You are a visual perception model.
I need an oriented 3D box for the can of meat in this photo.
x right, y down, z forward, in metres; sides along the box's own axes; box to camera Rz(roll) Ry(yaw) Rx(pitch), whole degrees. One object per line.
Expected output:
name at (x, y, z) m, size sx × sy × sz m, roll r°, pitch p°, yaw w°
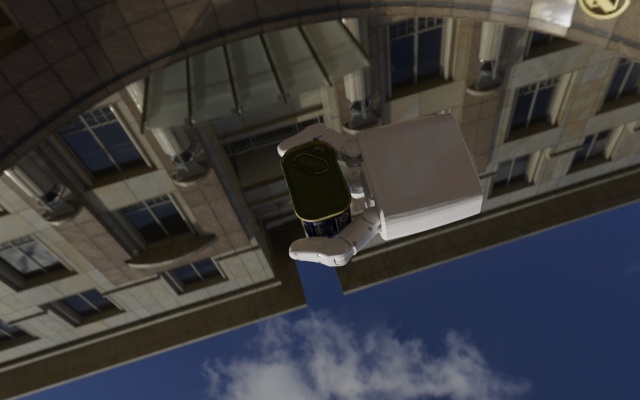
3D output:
can of meat at (0.000, 0.002, 0.516) m, size 0.057 × 0.102 × 0.084 m, roll -18°, pitch -38°, yaw -3°
